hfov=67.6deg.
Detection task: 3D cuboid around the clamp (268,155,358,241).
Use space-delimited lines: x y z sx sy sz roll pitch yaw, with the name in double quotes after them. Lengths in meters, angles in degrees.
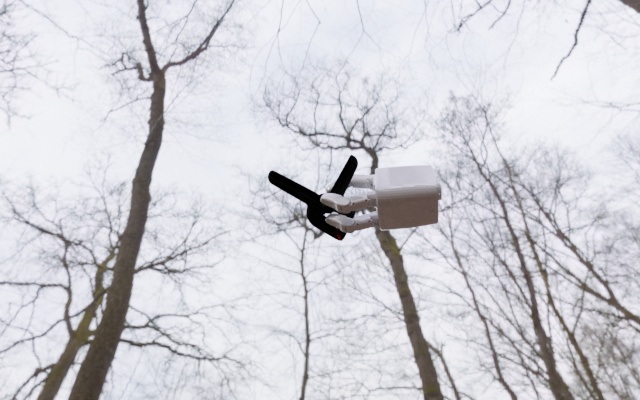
0.001 0.003 0.900 0.164 0.036 0.210 -4 -43 10 "clamp"
